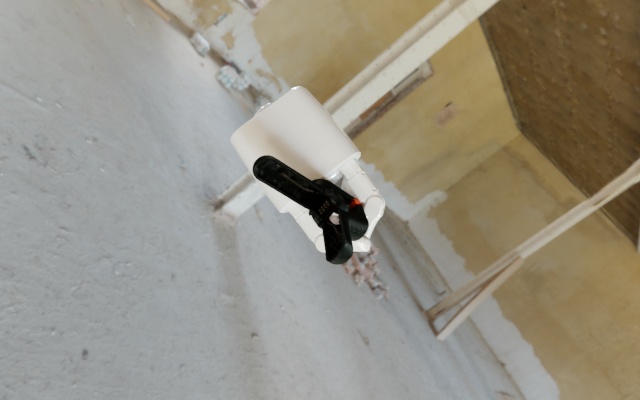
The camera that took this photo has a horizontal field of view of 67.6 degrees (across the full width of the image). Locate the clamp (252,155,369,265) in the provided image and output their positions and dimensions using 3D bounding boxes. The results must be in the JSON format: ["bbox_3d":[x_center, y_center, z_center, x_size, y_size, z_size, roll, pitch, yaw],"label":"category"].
[{"bbox_3d":[0.001,0.001,0.476,0.039,0.120,0.171,-39,-6,12],"label":"clamp"}]
